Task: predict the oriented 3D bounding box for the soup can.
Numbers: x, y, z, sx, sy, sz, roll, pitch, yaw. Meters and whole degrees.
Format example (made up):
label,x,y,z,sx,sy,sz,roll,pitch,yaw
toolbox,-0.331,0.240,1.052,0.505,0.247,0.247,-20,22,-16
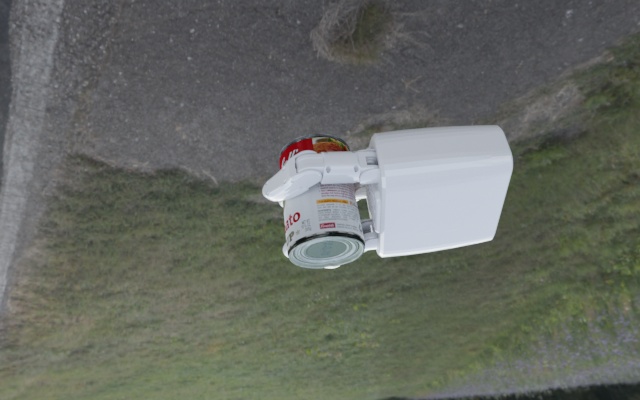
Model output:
label,x,y,z,sx,sy,sz,roll,pitch,yaw
soup can,0.000,0.002,0.426,0.068,0.102,0.068,-5,-30,-3
